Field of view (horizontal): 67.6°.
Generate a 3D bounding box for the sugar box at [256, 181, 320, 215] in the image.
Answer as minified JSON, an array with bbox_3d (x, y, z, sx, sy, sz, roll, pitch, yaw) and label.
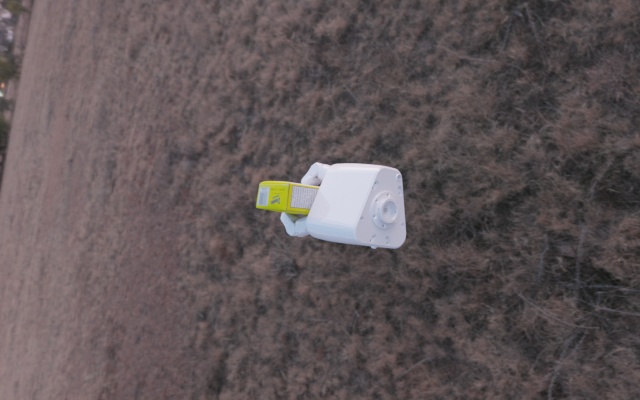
[{"bbox_3d":[0.000,0.003,0.739,0.176,0.048,0.093,10,-3,-34],"label":"sugar box"}]
